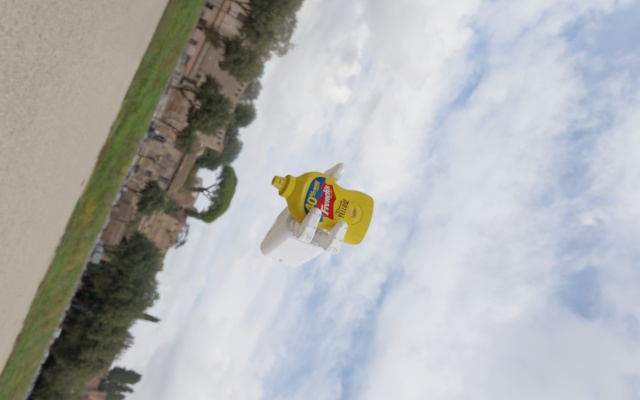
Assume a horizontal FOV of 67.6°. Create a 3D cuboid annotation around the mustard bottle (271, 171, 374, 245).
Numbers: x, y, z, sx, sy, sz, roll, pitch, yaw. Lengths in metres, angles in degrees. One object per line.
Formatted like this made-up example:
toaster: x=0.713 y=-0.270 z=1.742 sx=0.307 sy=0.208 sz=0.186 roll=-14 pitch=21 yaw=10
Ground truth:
mustard bottle: x=0.001 y=0.003 z=0.840 sx=0.192 sy=0.096 sz=0.058 roll=25 pitch=-14 yaw=-23
